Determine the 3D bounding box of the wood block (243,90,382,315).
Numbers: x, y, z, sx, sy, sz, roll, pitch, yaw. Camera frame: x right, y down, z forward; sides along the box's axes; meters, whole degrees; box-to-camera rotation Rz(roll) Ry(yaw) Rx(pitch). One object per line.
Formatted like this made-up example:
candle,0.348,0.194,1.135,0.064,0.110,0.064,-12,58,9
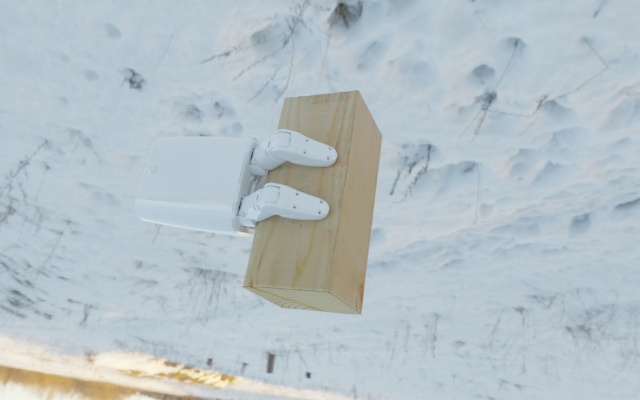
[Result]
wood block,0.000,0.002,0.489,0.090,0.206,0.091,-1,-25,23
